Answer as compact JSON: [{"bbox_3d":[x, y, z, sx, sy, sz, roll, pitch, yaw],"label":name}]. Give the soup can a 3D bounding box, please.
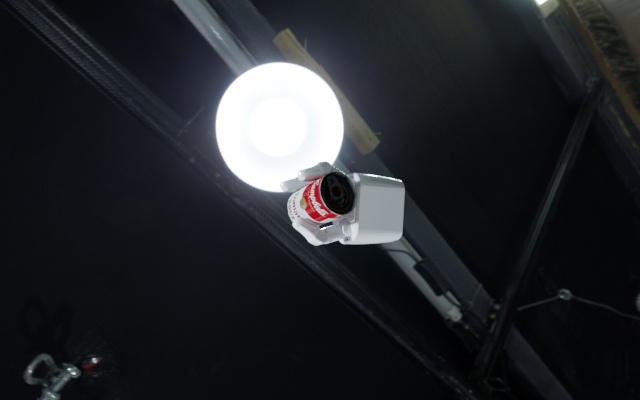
[{"bbox_3d":[0.000,0.003,0.748,0.068,0.068,0.102,0,-16,-34],"label":"soup can"}]
